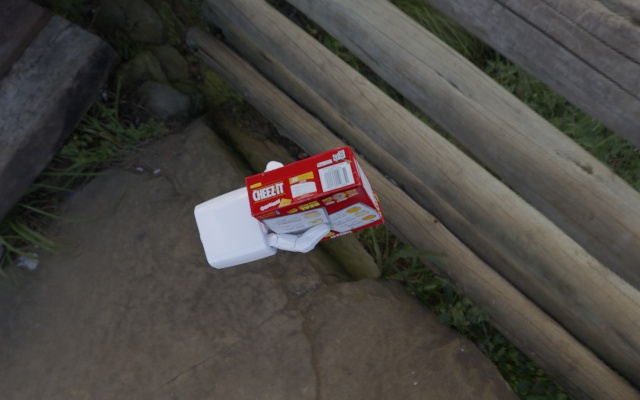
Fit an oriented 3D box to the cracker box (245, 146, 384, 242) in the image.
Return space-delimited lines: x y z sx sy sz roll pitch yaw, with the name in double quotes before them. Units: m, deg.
"cracker box" 0.000 0.003 0.763 0.164 0.072 0.214 -17 -21 11
